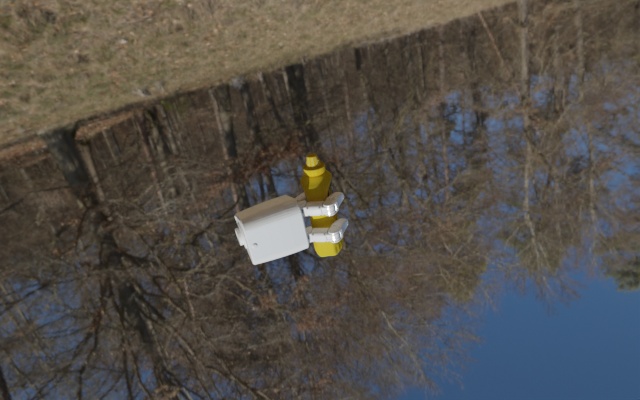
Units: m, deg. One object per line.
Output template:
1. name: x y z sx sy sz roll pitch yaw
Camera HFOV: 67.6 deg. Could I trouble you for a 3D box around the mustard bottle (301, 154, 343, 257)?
1. mustard bottle: 0.001 0.003 0.895 0.058 0.192 0.096 -7 27 9
